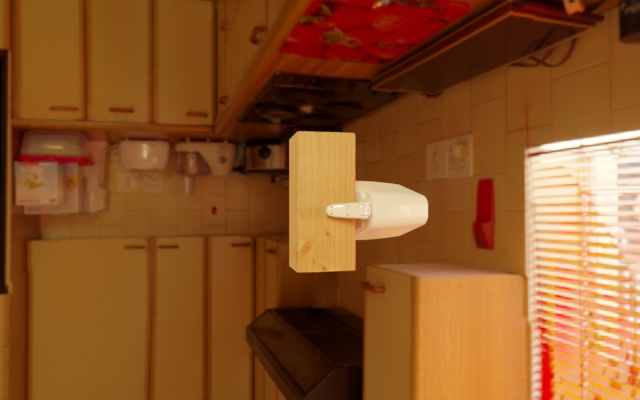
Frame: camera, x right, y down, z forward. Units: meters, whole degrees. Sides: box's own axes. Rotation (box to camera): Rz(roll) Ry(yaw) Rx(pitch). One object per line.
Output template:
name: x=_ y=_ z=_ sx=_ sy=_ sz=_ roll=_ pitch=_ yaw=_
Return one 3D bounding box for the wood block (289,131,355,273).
wood block: x=0.001 y=0.003 z=0.742 sx=0.090 sy=0.206 sz=0.091 roll=0 pitch=-1 yaw=-12
